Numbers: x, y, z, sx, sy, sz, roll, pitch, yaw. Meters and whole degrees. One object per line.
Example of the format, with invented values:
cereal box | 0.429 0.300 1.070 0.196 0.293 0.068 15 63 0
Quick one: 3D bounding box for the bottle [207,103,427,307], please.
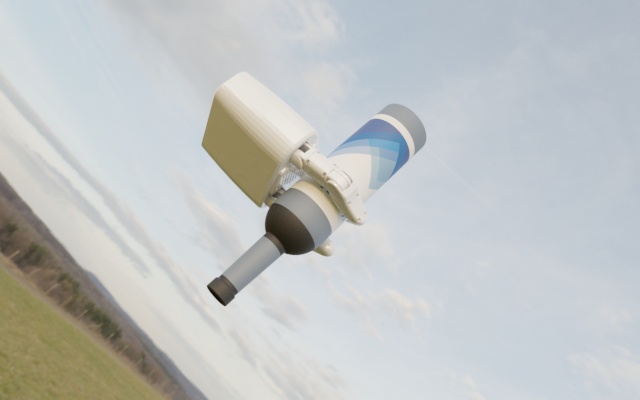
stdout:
bottle | 0.000 0.002 0.515 0.295 0.069 0.069 -42 20 -24
